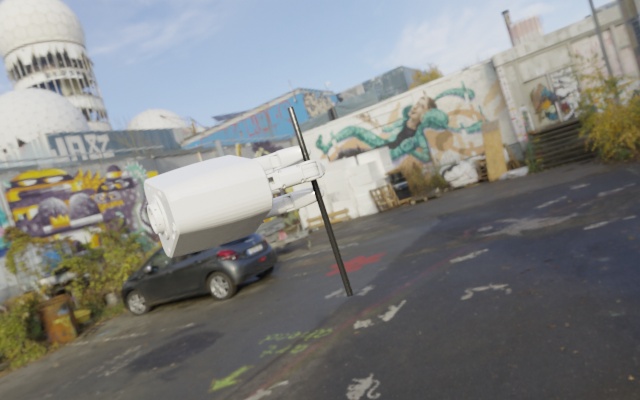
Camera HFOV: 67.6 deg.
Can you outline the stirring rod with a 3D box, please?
[{"bbox_3d":[0.000,0.002,0.582,0.011,0.239,0.011,-18,1,0],"label":"stirring rod"}]
